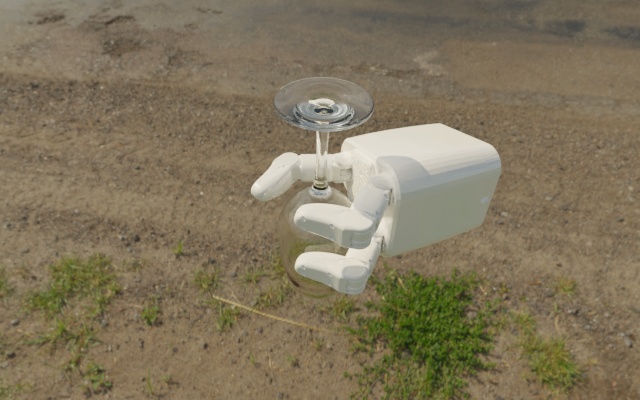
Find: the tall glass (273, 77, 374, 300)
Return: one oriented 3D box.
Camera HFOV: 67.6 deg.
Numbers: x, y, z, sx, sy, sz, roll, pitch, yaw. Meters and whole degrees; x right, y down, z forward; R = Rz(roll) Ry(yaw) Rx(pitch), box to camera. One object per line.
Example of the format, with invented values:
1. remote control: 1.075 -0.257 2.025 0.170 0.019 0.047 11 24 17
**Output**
1. tall glass: 0.000 0.001 0.416 0.079 0.201 0.079 1 42 -1
